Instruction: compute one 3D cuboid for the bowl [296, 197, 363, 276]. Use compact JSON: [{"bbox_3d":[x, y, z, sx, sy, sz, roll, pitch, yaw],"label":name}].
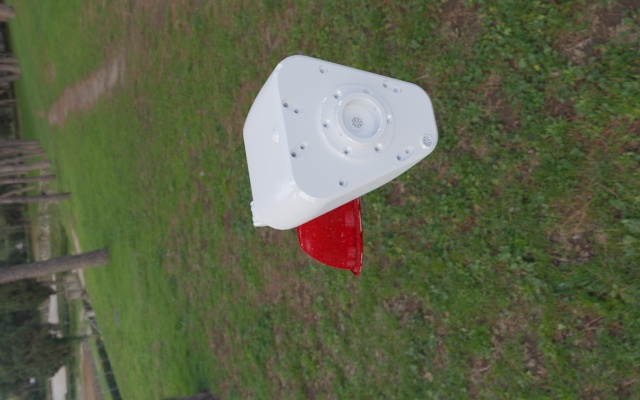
[{"bbox_3d":[0.000,0.002,0.497,0.055,0.162,0.162,-8,1,-5],"label":"bowl"}]
